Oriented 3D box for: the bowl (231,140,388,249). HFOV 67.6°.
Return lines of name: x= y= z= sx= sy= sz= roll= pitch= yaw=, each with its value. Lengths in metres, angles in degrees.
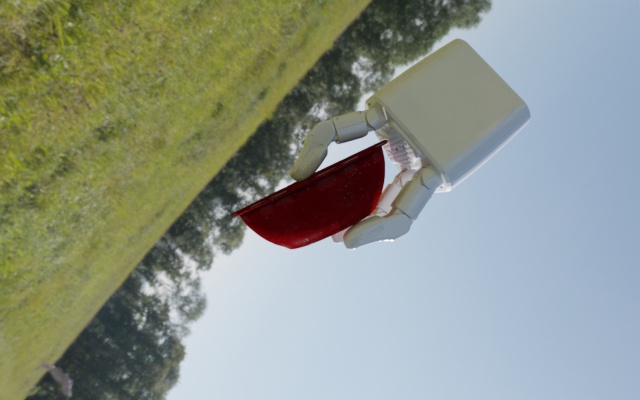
bowl: x=-0.001 y=0.002 z=0.450 sx=0.162 sy=0.055 sz=0.162 roll=-25 pitch=4 yaw=2
